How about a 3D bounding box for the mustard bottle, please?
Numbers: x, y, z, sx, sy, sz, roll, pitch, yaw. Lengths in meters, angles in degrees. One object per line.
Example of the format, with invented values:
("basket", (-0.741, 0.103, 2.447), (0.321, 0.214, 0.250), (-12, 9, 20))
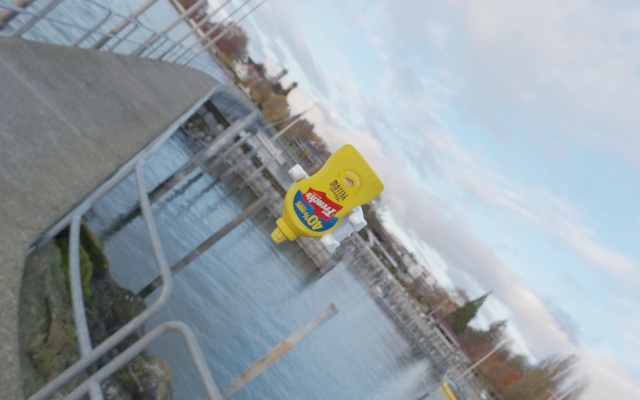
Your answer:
("mustard bottle", (0.000, 0.002, 0.761), (0.191, 0.096, 0.058), (-39, 8, 1))
